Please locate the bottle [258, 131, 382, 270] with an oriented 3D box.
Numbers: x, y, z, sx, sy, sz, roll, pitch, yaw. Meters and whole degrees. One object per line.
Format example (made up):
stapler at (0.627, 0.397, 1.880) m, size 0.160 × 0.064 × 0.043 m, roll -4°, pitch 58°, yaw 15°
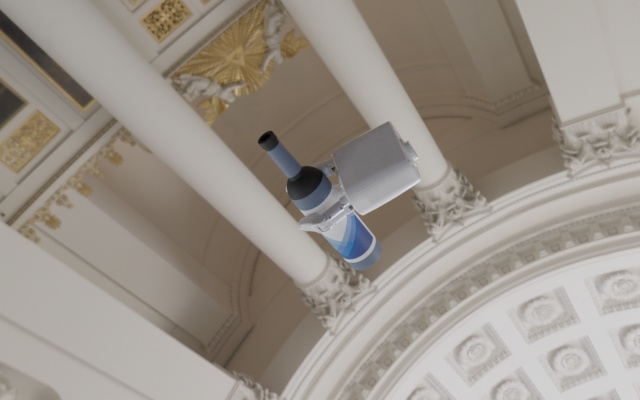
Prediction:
bottle at (0.000, 0.003, 0.769) m, size 0.069 × 0.069 × 0.296 m, roll 0°, pitch -40°, yaw 45°
